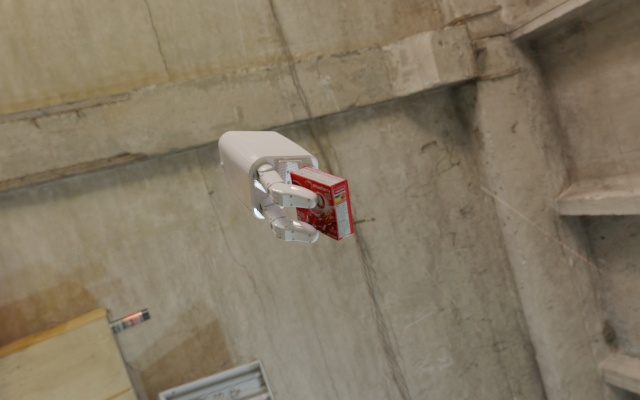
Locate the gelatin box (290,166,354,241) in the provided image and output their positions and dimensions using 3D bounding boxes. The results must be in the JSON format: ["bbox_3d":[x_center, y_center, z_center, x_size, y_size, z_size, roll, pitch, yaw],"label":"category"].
[{"bbox_3d":[0.001,0.002,0.603,0.030,0.073,0.089,-24,28,-31],"label":"gelatin box"}]
